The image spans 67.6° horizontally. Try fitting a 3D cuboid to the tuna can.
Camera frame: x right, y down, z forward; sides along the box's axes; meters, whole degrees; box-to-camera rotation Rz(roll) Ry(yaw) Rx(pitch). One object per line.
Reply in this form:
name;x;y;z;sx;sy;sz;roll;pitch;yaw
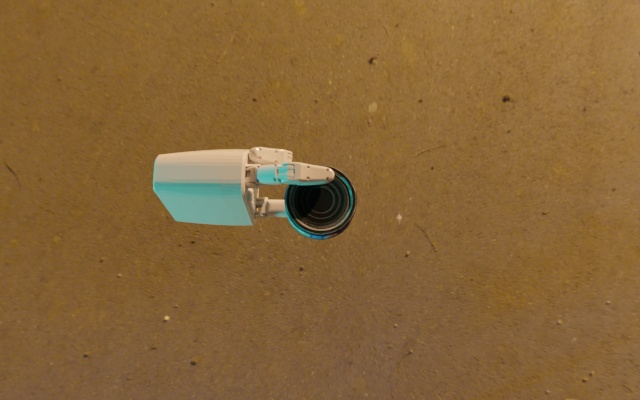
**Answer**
tuna can;0.000;0.002;0.562;0.086;0.086;0.034;0;-12;-1
